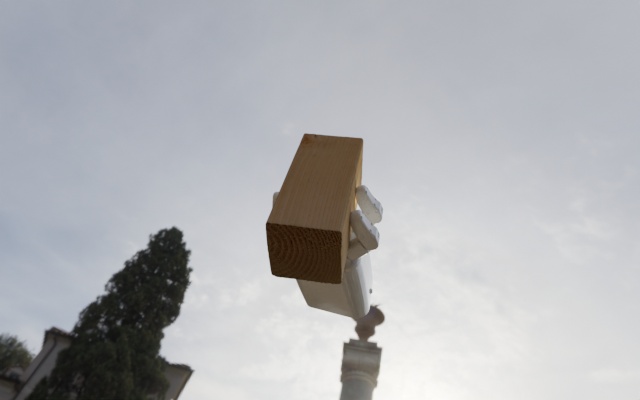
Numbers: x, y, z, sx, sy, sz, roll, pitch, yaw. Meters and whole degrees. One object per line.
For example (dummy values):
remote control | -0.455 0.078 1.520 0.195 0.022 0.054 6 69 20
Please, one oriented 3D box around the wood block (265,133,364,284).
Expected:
wood block | 0.000 0.002 0.640 0.091 0.090 0.206 5 38 9
